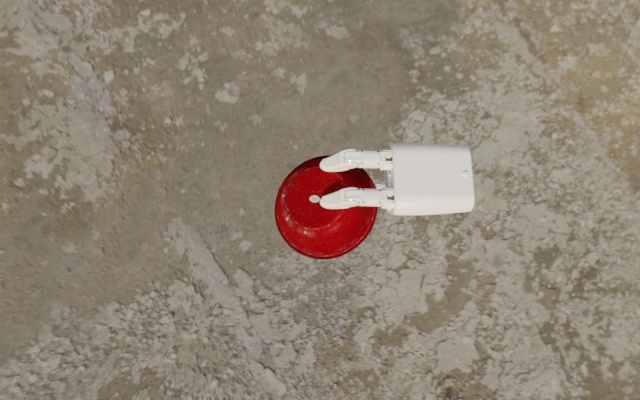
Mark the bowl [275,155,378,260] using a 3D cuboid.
[{"bbox_3d":[-0.001,0.003,0.696,0.162,0.162,0.055,0,-14,16],"label":"bowl"}]
